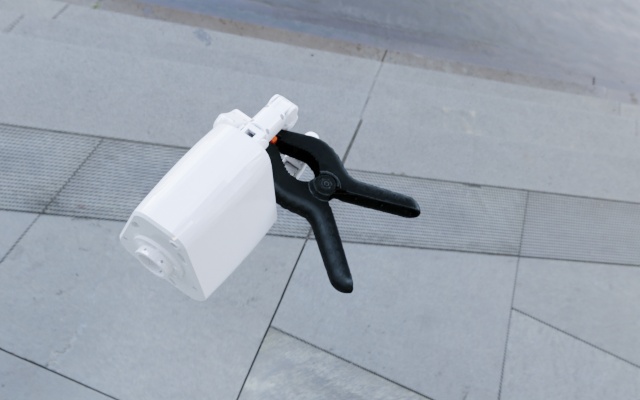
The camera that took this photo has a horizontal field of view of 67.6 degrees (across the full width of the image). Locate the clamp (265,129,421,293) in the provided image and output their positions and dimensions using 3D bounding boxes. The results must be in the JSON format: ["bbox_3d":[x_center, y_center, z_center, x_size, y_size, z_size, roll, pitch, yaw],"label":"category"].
[{"bbox_3d":[0.000,0.001,0.447,0.171,0.120,0.039,34,-33,4],"label":"clamp"}]
